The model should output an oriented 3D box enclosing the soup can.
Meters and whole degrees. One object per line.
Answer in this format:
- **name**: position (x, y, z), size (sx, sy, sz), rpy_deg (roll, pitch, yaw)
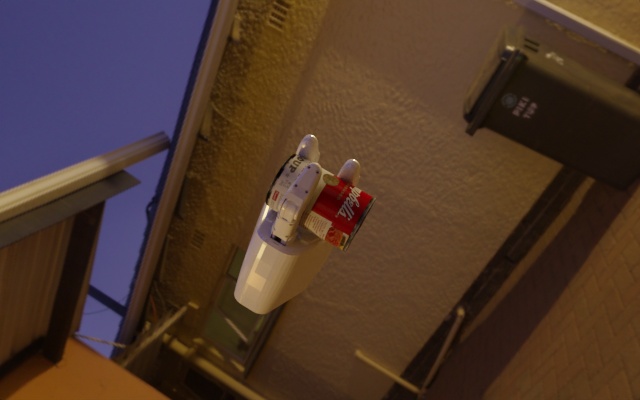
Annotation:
- **soup can**: position (0.000, 0.001, 0.522), size (0.102, 0.068, 0.068), rpy_deg (30, 4, 7)
